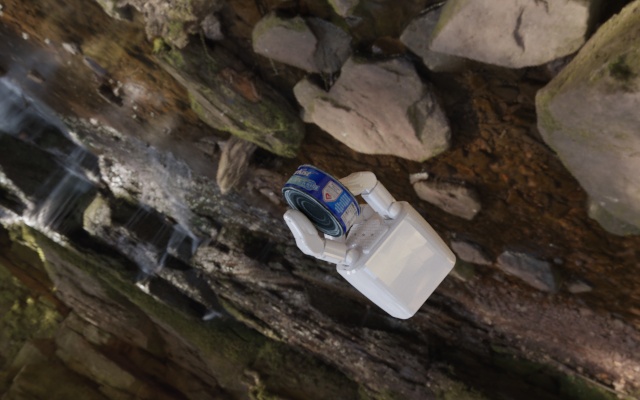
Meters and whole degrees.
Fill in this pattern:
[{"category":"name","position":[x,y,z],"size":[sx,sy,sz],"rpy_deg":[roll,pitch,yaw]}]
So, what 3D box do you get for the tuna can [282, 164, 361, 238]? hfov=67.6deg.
[{"category":"tuna can","position":[0.000,0.002,0.522],"size":[0.086,0.033,0.086],"rpy_deg":[34,-20,14]}]
